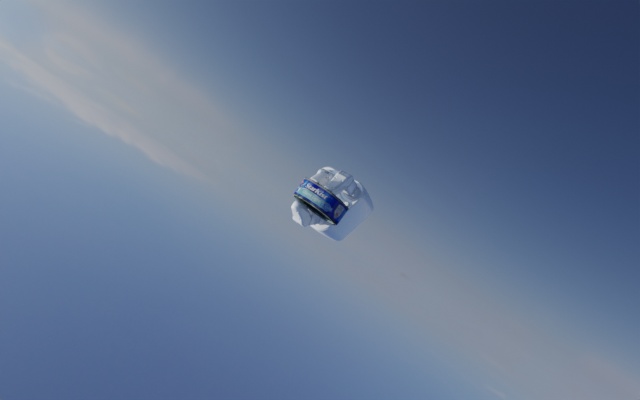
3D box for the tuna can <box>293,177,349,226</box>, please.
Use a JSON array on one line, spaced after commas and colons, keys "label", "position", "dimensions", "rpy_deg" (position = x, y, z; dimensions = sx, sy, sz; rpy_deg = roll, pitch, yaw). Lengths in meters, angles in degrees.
[{"label": "tuna can", "position": [0.000, 0.003, 0.748], "dimensions": [0.086, 0.033, 0.086], "rpy_deg": [35, -7, 5]}]
